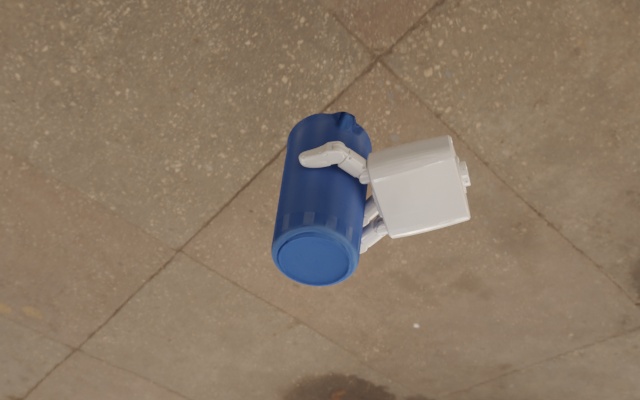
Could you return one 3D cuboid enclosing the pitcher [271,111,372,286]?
[{"bbox_3d":[0.000,0.002,0.669,0.145,0.149,0.242,-14,38,19],"label":"pitcher"}]
